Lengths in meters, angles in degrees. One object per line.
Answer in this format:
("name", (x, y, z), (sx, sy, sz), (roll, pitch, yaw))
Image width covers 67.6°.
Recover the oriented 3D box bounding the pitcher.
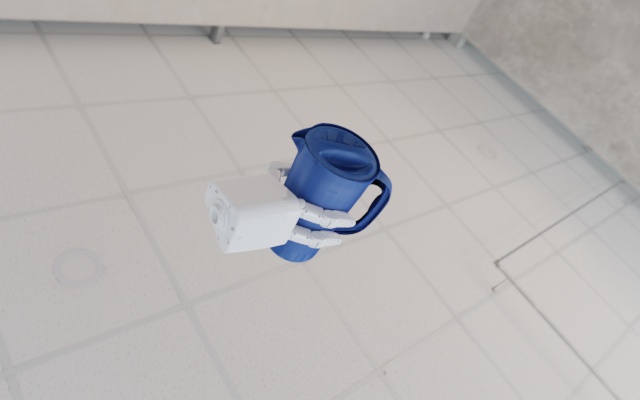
("pitcher", (0.000, 0.003, 0.822), (0.145, 0.149, 0.243), (-8, -37, -37))
